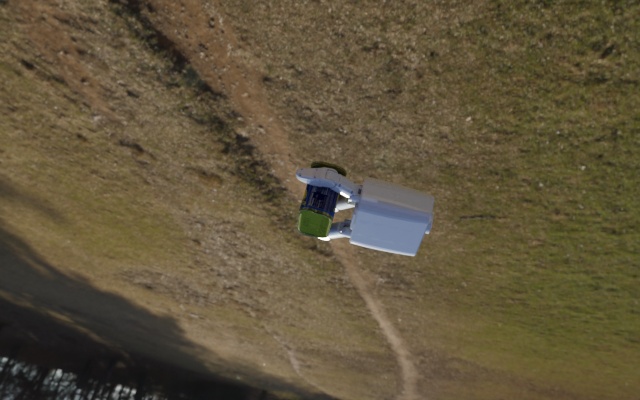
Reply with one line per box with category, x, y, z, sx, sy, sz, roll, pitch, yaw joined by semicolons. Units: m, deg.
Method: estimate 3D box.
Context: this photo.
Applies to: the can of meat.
can of meat;0.000;0.003;0.736;0.057;0.084;0.102;15;-26;2
